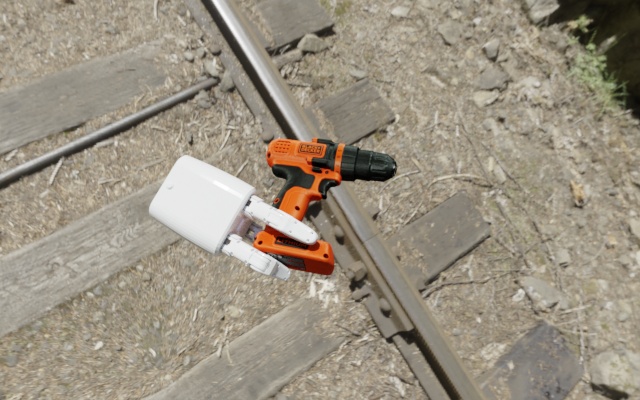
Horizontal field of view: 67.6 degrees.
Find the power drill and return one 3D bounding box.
[{"bbox_3d":[0.000,0.002,0.637,0.184,0.187,0.057,7,-31,13],"label":"power drill"}]
